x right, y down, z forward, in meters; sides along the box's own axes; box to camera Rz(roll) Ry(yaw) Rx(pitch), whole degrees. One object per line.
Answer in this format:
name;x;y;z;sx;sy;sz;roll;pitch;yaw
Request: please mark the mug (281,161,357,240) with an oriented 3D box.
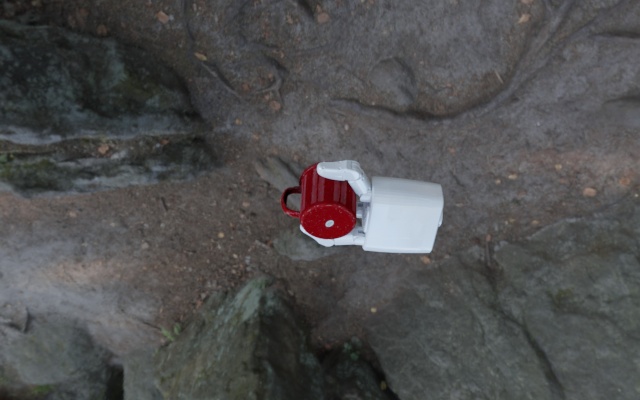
mug;-0.001;0.002;0.703;0.117;0.081;0.093;3;-43;-1
